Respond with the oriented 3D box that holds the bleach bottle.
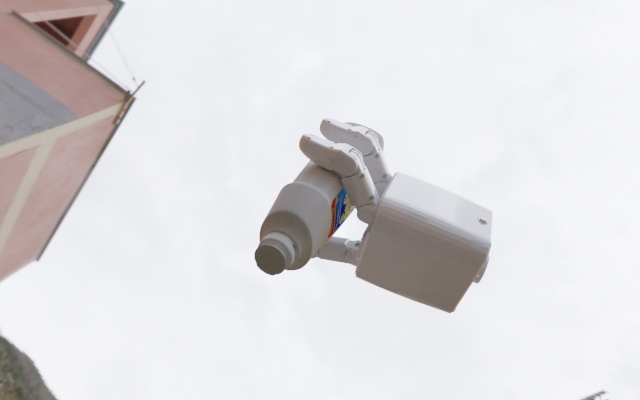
[{"bbox_3d":[0.000,0.001,0.485,0.068,0.103,0.250,22,31,10],"label":"bleach bottle"}]
